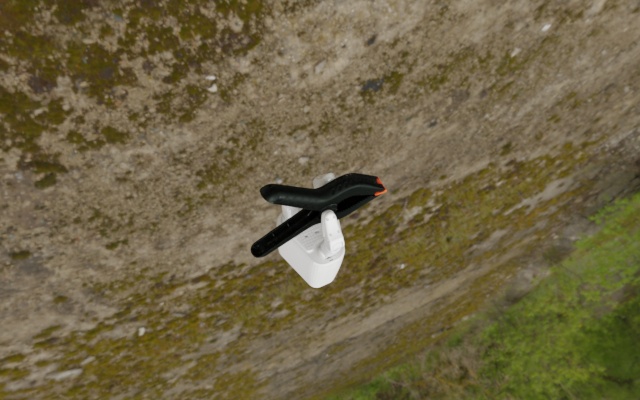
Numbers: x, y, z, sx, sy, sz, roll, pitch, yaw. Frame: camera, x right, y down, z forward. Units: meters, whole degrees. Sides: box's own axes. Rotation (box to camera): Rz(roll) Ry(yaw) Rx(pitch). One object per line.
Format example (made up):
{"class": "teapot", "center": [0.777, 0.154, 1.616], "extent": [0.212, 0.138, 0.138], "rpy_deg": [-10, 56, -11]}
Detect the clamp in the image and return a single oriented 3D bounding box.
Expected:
{"class": "clamp", "center": [0.001, 0.003, 0.658], "extent": [0.210, 0.036, 0.165], "rpy_deg": [-22, -25, -17]}
